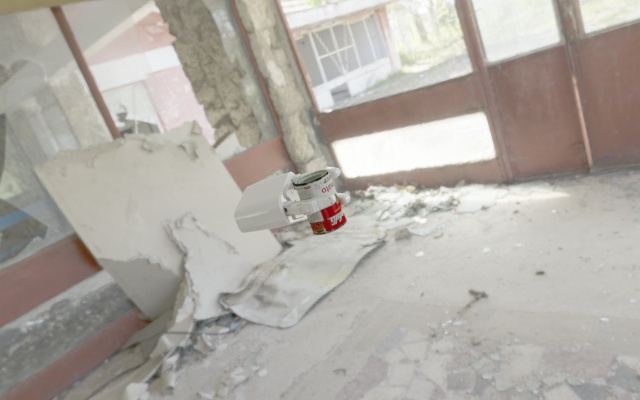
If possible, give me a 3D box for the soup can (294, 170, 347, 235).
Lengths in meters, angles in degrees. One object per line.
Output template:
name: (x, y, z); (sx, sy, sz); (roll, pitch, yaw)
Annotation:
soup can: (0.000, 0.003, 0.874); (0.068, 0.102, 0.068); (-19, 15, 5)
